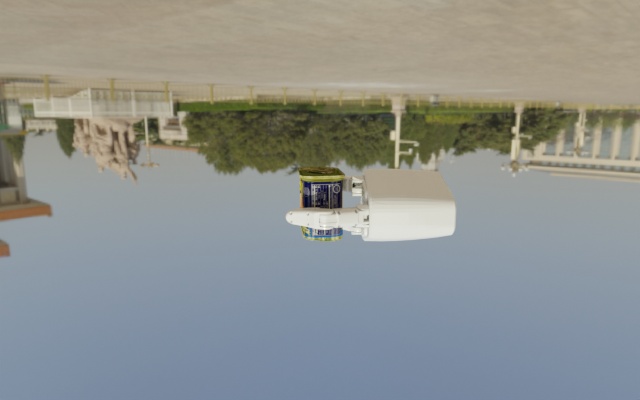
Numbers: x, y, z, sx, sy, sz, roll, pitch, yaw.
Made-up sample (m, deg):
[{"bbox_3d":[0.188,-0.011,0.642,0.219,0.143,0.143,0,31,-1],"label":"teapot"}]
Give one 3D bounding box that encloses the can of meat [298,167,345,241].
[{"bbox_3d":[0.000,0.002,0.636,0.057,0.084,0.102,-2,11,-5],"label":"can of meat"}]
